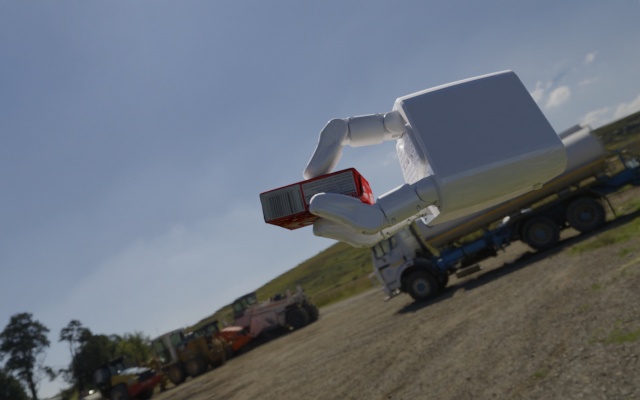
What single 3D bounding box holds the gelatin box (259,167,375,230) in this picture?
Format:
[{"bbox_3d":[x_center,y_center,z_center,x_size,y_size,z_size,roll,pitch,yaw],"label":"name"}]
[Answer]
[{"bbox_3d":[0.000,0.001,0.430,0.089,0.030,0.073,-15,-11,11],"label":"gelatin box"}]
